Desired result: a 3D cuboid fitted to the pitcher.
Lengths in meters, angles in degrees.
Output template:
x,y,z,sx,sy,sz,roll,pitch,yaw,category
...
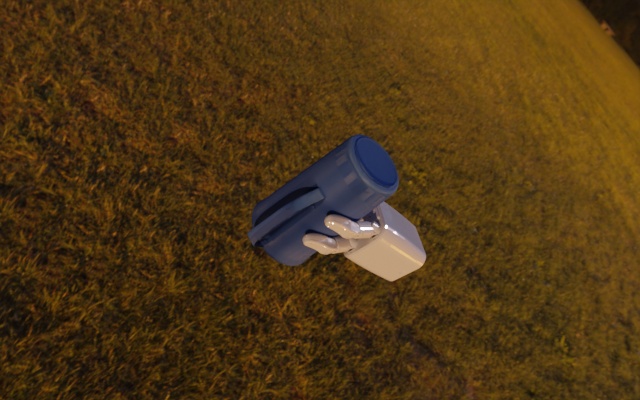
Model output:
x,y,z,sx,sy,sz,roll,pitch,yaw,category
0.000,0.003,0.775,0.145,0.149,0.243,33,-49,-25,pitcher
